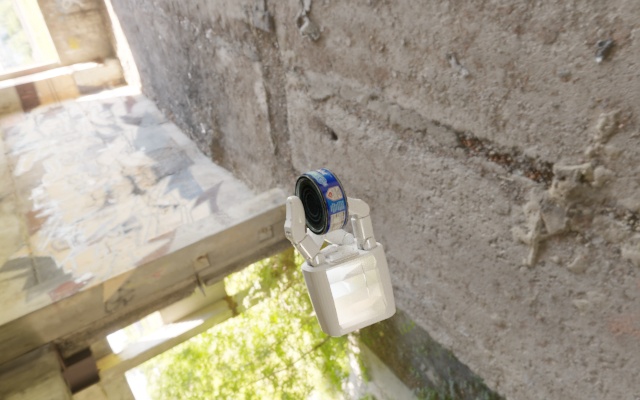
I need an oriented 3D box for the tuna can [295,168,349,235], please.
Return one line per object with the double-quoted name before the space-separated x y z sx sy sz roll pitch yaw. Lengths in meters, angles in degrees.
"tuna can" 0.000 0.002 0.630 0.034 0.086 0.086 -18 8 -26
